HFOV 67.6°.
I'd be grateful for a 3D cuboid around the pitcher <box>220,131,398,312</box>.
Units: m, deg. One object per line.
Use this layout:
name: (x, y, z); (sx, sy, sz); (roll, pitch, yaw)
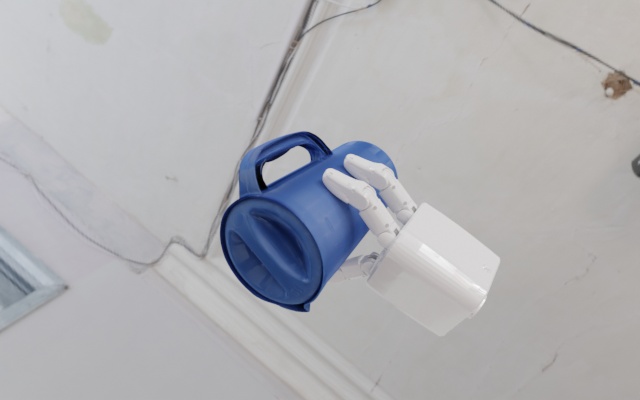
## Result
pitcher: (0.000, 0.002, 0.581); (0.145, 0.149, 0.242); (34, 38, 13)
